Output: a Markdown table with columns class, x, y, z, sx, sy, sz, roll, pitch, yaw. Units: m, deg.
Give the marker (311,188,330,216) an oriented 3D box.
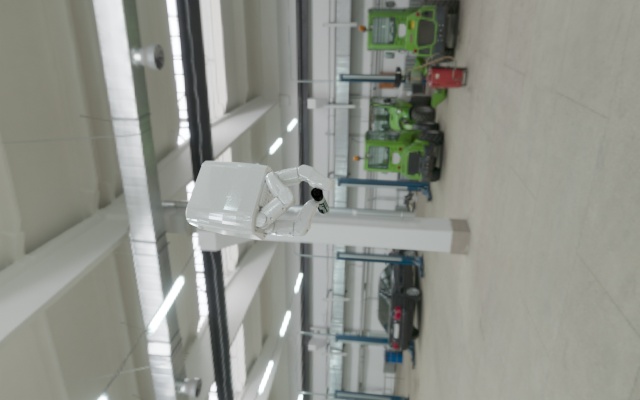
| class | x | y | z | sx | sy | sz | roll | pitch | yaw |
| --- | --- | --- | --- | --- | --- | --- | --- | --- | --- |
| marker | 0.000 | 0.003 | 0.777 | 0.020 | 0.020 | 0.121 | 0 | -14 | 6 |
